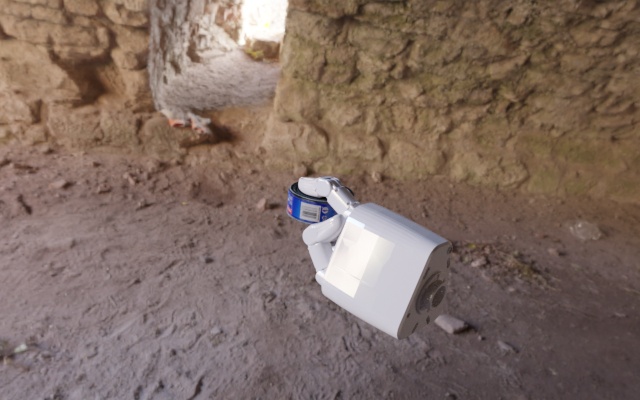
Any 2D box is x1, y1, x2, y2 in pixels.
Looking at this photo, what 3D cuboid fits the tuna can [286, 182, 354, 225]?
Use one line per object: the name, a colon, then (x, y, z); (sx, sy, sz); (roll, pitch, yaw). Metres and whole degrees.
tuna can: (0.000, 0.001, 0.614); (0.086, 0.034, 0.086); (6, 20, -2)
